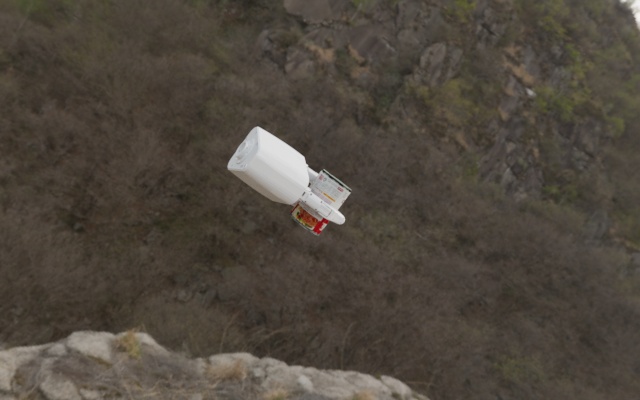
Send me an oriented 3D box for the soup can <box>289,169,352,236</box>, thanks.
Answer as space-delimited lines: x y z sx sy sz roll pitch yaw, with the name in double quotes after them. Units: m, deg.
0.001 0.003 0.865 0.068 0.102 0.068 36 5 -4 "soup can"
